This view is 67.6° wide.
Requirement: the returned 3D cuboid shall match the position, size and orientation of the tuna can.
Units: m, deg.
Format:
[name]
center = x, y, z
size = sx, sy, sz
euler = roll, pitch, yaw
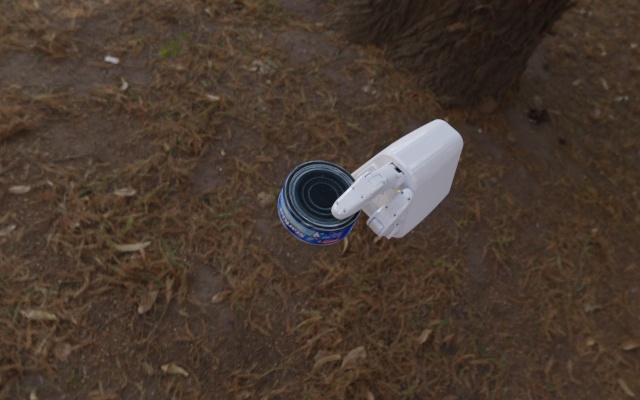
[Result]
[tuna can]
center = 0.000, 0.001, 0.497
size = 0.086, 0.086, 0.034
euler = 0, -29, -16
